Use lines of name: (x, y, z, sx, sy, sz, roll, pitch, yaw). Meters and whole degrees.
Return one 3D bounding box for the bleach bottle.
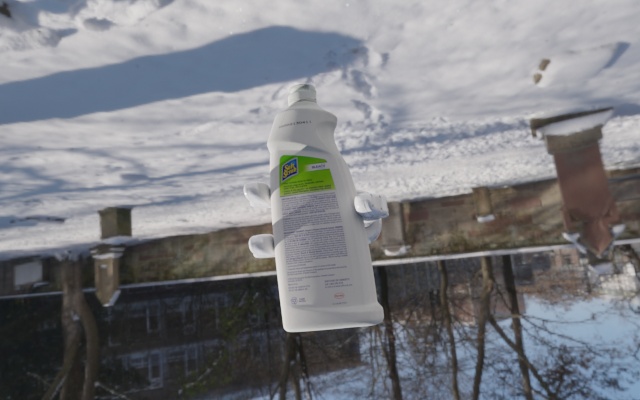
bleach bottle: (0.000, 0.002, 0.492, 0.102, 0.250, 0.068, -7, -10, 7)
